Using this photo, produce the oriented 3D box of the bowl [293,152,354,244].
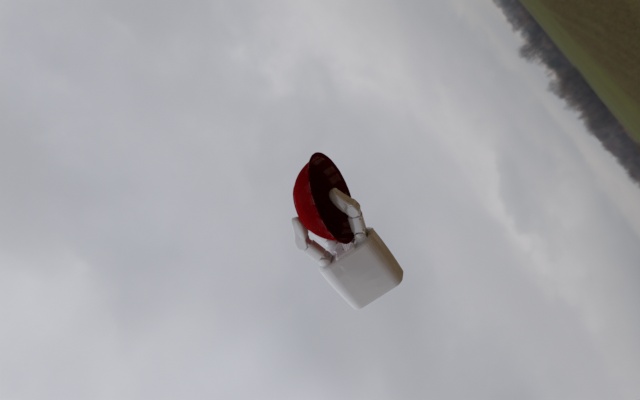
[{"bbox_3d":[-0.001,0.002,0.809,0.055,0.162,0.162,-19,-8,24],"label":"bowl"}]
